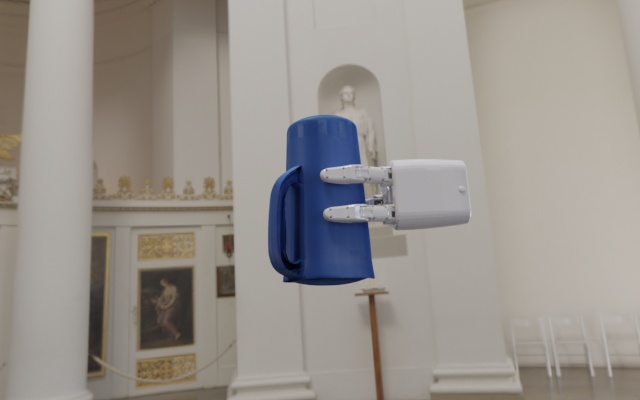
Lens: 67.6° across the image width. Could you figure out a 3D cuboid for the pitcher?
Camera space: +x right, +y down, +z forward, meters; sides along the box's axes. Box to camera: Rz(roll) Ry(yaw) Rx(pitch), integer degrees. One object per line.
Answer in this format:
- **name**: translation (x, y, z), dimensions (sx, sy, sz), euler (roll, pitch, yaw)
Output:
- **pitcher**: translation (0.000, 0.002, 0.701), dimensions (0.145, 0.242, 0.149), euler (-3, -11, 0)
